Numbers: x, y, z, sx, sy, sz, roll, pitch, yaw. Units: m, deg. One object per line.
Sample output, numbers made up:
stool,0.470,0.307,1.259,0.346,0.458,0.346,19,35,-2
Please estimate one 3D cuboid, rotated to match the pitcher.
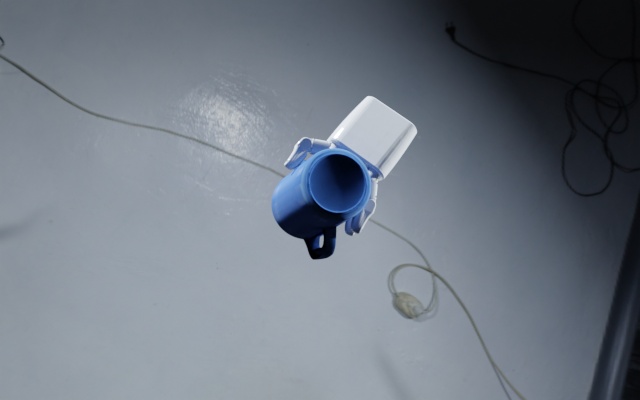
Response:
pitcher,0.000,0.002,0.799,0.149,0.145,0.243,40,-14,-5
